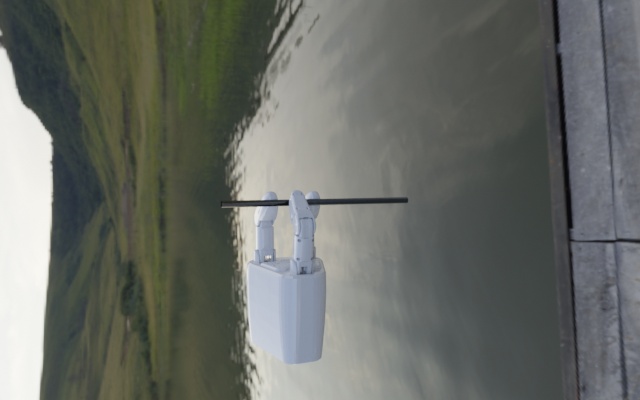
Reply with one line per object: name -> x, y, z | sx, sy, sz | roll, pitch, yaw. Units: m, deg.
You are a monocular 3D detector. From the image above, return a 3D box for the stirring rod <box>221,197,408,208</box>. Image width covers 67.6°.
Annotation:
stirring rod -> 0.000, 0.002, 0.584 | 0.239, 0.011, 0.011 | -1, 0, -20
